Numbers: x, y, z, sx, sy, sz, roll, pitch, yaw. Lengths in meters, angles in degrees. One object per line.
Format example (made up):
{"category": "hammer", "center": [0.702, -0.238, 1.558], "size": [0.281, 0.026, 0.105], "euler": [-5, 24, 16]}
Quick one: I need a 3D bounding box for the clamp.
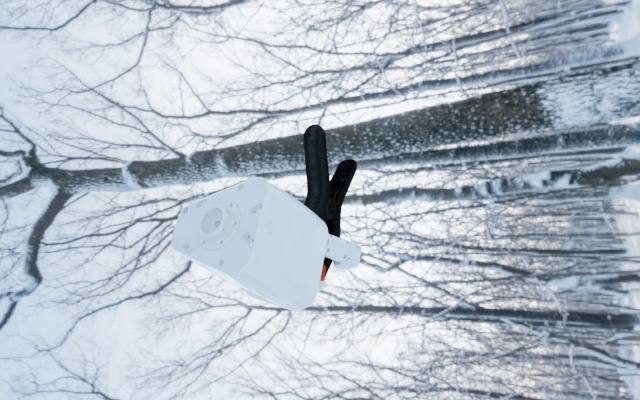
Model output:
{"category": "clamp", "center": [0.000, 0.002, 0.548], "size": [0.039, 0.171, 0.120], "euler": [-4, -27, 31]}
